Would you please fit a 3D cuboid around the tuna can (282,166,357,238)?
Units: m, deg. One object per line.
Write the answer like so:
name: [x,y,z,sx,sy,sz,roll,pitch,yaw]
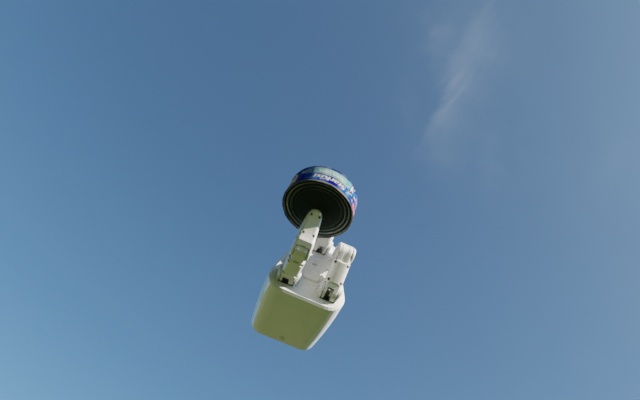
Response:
tuna can: [0.000,0.001,0.567,0.086,0.086,0.033,0,37,19]
